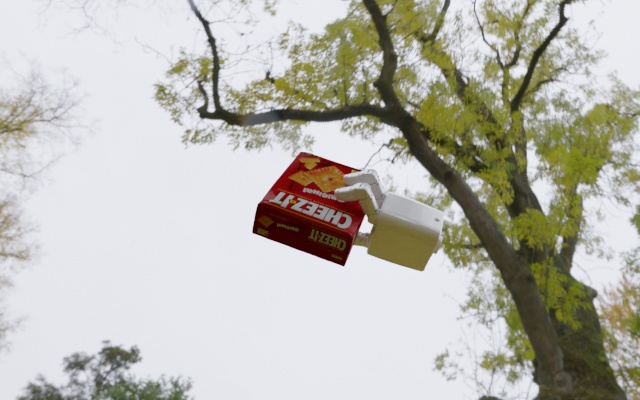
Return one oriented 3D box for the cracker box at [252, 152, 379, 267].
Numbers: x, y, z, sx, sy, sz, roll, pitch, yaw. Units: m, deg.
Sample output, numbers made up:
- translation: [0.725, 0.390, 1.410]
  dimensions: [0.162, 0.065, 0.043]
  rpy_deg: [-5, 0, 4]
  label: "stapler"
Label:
- translation: [0.000, 0.003, 0.840]
  dimensions: [0.164, 0.072, 0.213]
  rpy_deg: [19, 33, 8]
  label: "cracker box"
